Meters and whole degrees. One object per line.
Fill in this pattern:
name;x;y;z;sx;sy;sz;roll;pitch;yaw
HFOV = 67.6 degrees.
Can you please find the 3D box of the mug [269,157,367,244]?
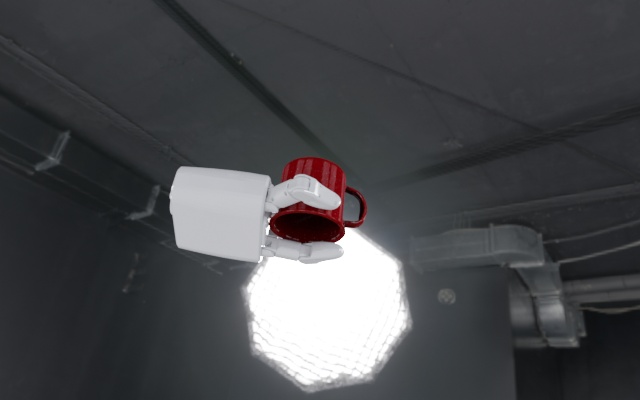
mug;0.002;0.002;0.590;0.117;0.081;0.093;8;-29;-2
